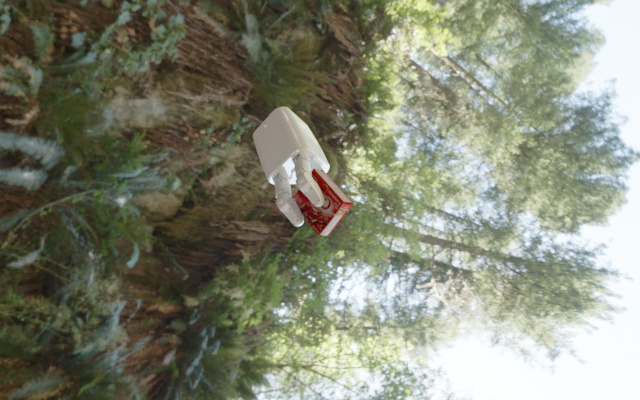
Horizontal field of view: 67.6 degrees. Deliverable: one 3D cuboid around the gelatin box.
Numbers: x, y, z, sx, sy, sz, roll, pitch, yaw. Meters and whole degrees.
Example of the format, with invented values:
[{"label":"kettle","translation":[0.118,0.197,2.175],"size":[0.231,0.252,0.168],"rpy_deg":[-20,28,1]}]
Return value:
[{"label":"gelatin box","translation":[0.001,0.003,0.785],"size":[0.030,0.073,0.089],"rpy_deg":[7,36,-52]}]
